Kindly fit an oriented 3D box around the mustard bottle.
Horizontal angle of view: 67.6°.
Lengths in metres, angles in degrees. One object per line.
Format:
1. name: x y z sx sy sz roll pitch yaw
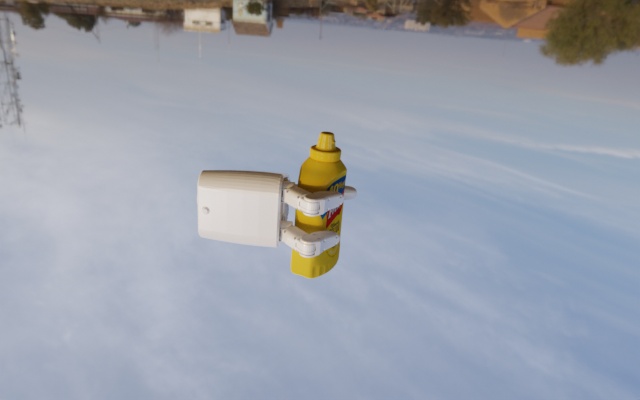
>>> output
1. mustard bottle: 0.000 0.002 0.646 0.058 0.192 0.096 15 23 24
